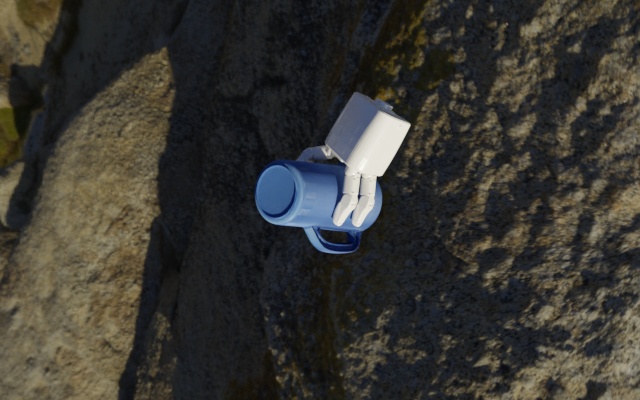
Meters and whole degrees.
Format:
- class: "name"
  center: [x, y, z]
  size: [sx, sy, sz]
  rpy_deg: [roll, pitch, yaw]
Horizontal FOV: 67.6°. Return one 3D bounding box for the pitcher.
- class: "pitcher"
  center: [0.000, 0.003, 0.870]
  size: [0.149, 0.145, 0.243]
  rpy_deg: [44, 22, 30]
